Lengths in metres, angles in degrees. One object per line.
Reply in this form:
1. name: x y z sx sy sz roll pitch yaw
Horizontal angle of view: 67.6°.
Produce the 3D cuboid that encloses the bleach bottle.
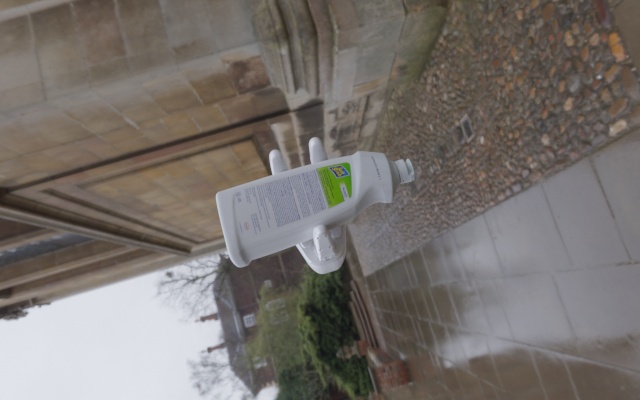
1. bleach bottle: 0.000 0.002 0.615 0.251 0.102 0.068 -16 -17 -2
